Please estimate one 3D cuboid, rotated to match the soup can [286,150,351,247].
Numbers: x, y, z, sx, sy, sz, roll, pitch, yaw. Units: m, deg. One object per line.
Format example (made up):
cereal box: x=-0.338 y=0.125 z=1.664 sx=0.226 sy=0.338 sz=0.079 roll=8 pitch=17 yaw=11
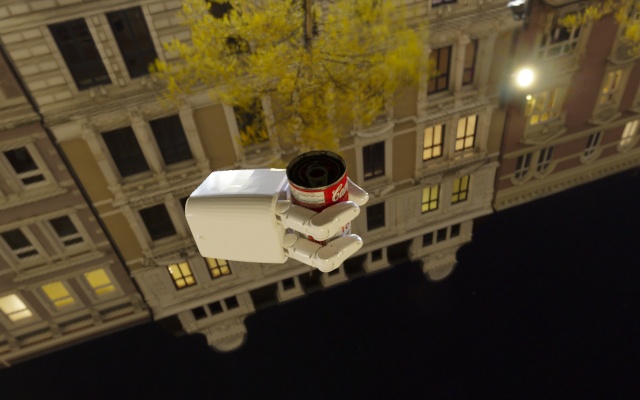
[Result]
soup can: x=0.001 y=0.002 z=0.562 sx=0.068 sy=0.102 sz=0.068 roll=-4 pitch=42 yaw=4
